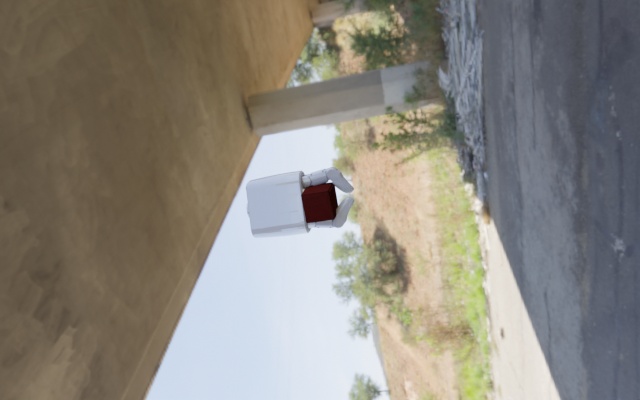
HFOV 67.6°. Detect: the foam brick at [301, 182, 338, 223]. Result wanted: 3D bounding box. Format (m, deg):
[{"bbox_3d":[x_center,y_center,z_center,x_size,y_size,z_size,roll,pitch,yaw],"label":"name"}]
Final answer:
[{"bbox_3d":[0.000,0.003,0.847,0.051,0.053,0.078,-8,12,9],"label":"foam brick"}]
